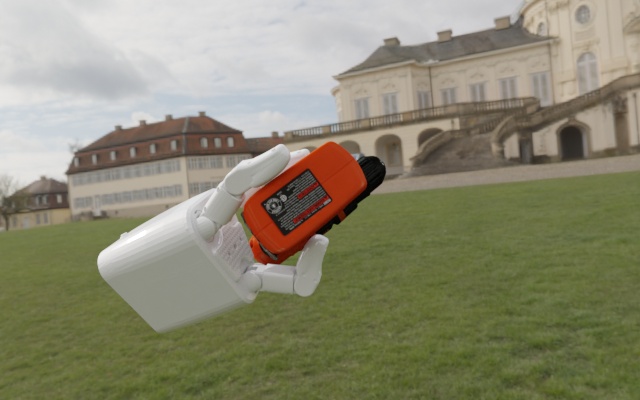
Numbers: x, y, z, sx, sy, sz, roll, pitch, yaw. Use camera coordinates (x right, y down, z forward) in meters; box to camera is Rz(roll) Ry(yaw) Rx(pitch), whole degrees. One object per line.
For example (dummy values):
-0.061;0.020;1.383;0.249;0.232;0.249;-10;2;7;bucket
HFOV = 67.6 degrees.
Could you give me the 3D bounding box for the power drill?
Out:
0.000;0.002;0.483;0.184;0.057;0.188;-39;-8;-5;power drill
